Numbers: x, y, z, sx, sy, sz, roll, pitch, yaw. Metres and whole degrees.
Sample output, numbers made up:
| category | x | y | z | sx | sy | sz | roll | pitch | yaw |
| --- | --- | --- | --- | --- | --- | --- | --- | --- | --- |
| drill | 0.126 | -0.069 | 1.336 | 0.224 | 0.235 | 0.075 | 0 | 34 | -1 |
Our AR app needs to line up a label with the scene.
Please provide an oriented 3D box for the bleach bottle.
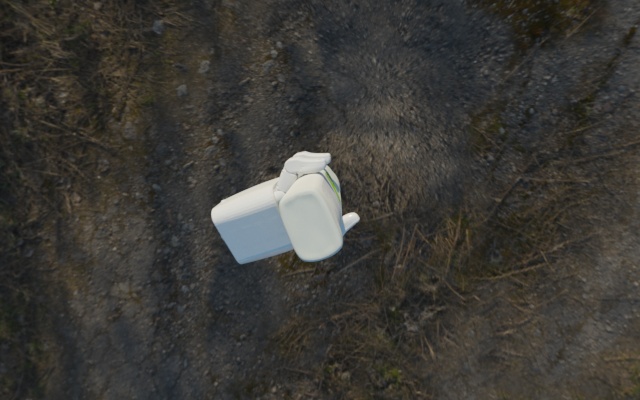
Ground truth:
| category | x | y | z | sx | sy | sz | roll | pitch | yaw |
| --- | --- | --- | --- | --- | --- | --- | --- | --- | --- |
| bleach bottle | 0.000 | 0.002 | 0.737 | 0.068 | 0.102 | 0.250 | -20 | 10 | 11 |
